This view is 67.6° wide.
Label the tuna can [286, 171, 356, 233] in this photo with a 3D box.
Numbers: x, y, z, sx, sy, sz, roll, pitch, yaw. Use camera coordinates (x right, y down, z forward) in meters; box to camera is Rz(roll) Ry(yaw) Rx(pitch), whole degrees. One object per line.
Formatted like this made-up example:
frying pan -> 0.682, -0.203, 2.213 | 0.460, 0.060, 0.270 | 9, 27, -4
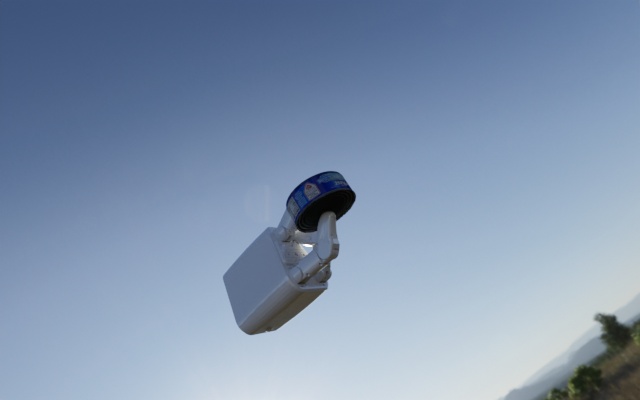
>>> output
tuna can -> 0.000, 0.002, 0.606 | 0.086, 0.033, 0.086 | -25, -27, -14
